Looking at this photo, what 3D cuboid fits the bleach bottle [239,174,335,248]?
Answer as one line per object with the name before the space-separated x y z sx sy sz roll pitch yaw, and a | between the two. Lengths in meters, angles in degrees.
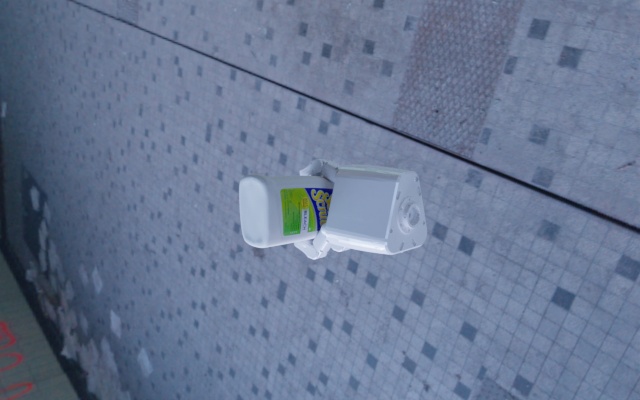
bleach bottle | 0.000 0.002 0.719 0.251 0.102 0.068 -9 12 -43
